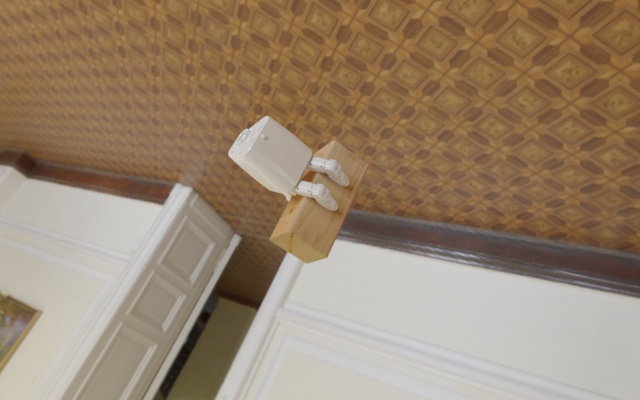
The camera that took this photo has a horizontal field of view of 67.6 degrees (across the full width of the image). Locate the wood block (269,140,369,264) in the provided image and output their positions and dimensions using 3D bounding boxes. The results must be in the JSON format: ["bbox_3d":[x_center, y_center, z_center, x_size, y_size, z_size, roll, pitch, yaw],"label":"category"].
[{"bbox_3d":[0.000,0.003,0.896,0.090,0.206,0.091,34,-26,-16],"label":"wood block"}]
